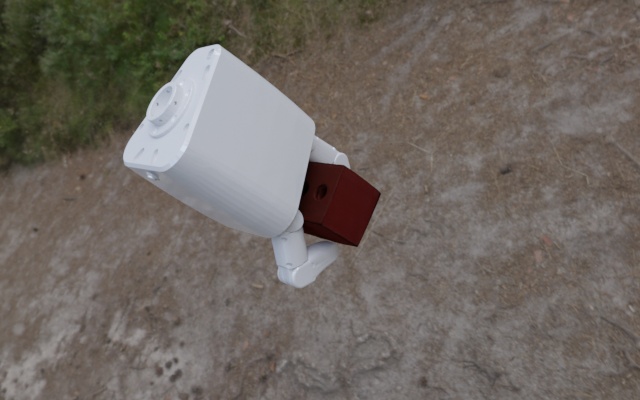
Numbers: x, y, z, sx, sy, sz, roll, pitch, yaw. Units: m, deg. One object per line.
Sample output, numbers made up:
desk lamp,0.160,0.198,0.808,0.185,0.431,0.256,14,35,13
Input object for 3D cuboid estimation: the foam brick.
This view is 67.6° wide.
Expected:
foam brick,0.000,0.001,0.410,0.078,0.053,0.051,9,-19,46
